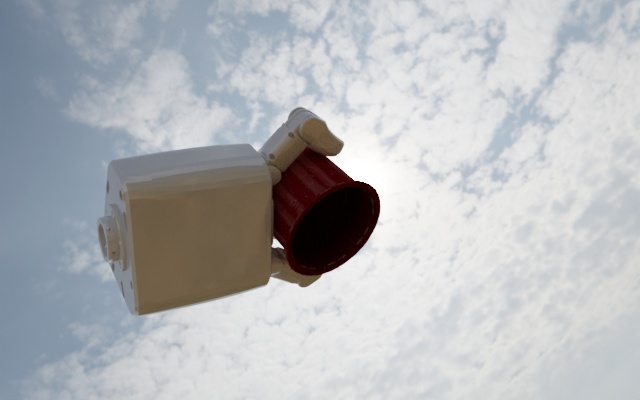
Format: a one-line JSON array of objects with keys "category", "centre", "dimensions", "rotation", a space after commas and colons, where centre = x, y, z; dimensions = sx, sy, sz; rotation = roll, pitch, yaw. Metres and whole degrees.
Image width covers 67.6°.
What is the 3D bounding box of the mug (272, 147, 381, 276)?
[{"category": "mug", "centre": [0.001, 0.001, 0.416], "dimensions": [0.117, 0.093, 0.081], "rotation": [-10, 38, -35]}]
